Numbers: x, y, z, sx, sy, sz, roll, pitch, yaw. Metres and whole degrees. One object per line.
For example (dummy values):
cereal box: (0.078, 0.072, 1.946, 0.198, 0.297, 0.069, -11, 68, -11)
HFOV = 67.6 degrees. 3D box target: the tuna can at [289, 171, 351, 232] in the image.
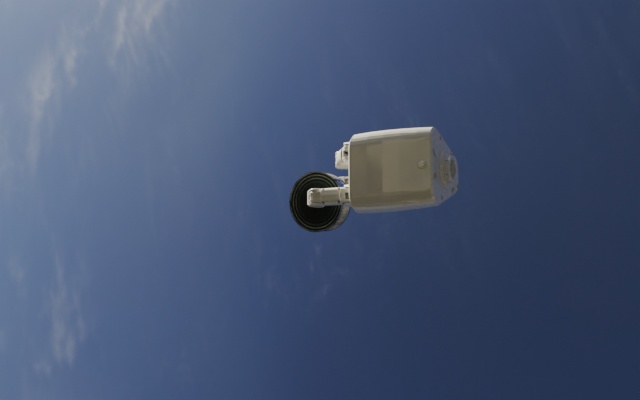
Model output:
tuna can: (0.000, 0.002, 0.685, 0.086, 0.086, 0.034, 0, -2, 29)
